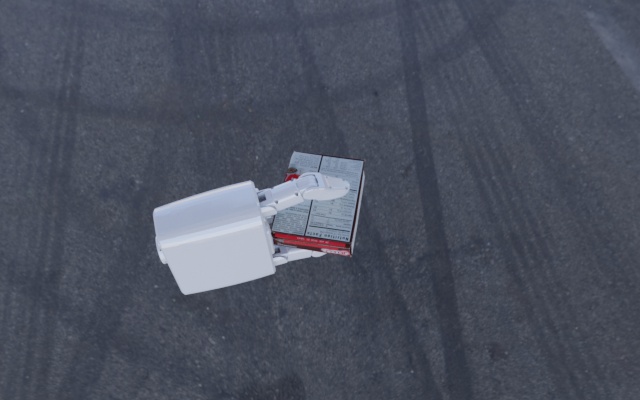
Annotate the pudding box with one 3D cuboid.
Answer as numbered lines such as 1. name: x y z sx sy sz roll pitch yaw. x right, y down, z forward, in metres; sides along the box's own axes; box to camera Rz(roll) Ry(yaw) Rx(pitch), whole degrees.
1. pudding box: 0.000 0.002 0.539 0.090 0.113 0.039 9 -28 7
